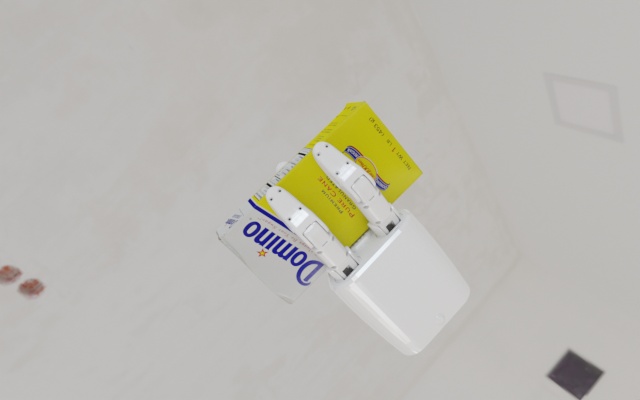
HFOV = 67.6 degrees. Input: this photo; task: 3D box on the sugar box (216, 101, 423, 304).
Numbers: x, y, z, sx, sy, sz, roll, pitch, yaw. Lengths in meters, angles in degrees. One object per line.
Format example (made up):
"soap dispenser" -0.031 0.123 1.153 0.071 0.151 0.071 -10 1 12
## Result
"sugar box" 0.000 0.002 0.440 0.093 0.176 0.048 47 -8 -18
